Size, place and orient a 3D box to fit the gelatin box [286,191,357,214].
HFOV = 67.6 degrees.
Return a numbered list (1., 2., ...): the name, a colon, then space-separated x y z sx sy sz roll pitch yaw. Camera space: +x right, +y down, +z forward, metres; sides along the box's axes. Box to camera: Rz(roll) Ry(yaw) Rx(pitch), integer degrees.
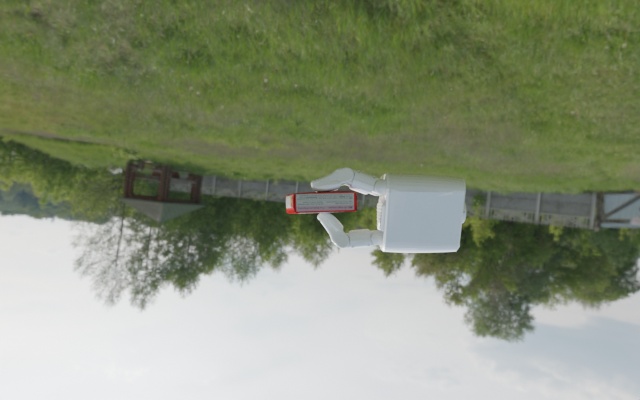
1. gelatin box: 0.000 0.003 0.671 0.089 0.030 0.073 -2 0 -12
